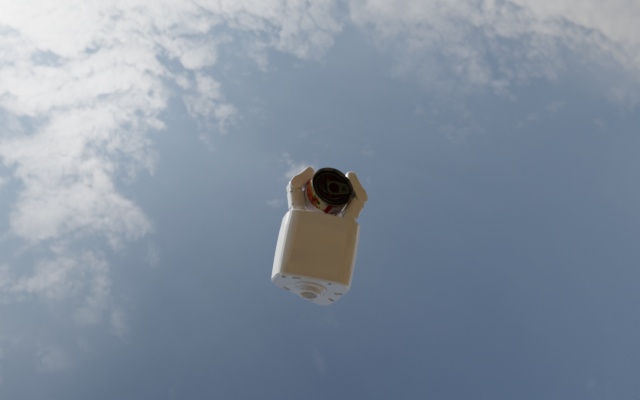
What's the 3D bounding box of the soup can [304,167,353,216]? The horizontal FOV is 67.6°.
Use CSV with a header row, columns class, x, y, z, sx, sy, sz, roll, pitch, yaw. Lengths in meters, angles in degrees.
class,x,y,z,sx,sy,sz,roll,pitch,yaw
soup can,0.000,0.002,0.764,0.068,0.068,0.102,0,-28,-25
